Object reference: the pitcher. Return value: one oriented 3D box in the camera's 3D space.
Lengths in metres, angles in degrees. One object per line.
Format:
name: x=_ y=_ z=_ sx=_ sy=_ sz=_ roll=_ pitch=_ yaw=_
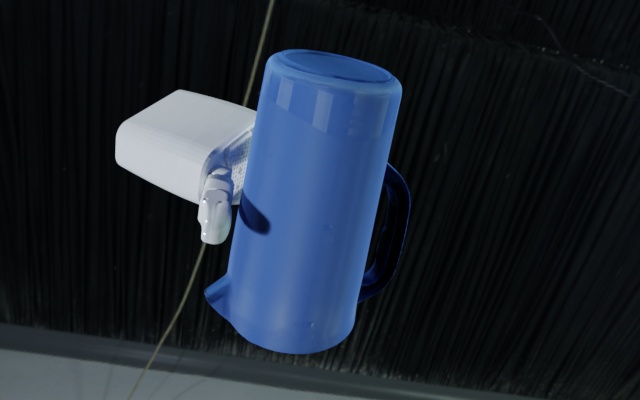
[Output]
pitcher: x=0.000 y=0.001 z=0.425 sx=0.145 sy=0.243 sz=0.149 roll=22 pitch=28 yaw=18
